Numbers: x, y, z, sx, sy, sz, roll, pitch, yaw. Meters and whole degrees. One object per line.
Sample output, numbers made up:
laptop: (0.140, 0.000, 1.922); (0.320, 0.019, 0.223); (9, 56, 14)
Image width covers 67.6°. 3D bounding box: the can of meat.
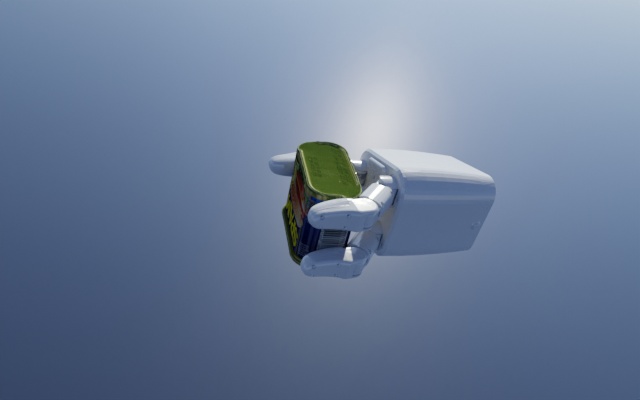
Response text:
can of meat: (0.000, 0.001, 0.466); (0.057, 0.084, 0.102); (3, 36, -15)
